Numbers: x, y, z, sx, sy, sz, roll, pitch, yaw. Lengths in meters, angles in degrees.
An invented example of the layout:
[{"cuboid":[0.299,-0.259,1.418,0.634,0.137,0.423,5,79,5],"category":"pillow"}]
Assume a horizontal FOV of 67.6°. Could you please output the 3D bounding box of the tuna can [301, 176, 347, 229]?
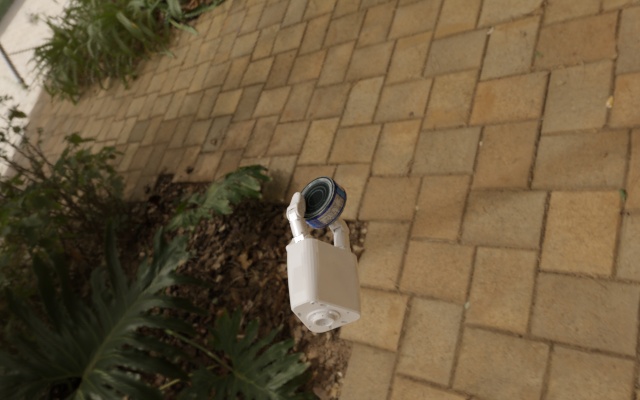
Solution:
[{"cuboid":[0.000,0.002,0.797,0.086,0.086,0.034,0,-30,46],"category":"tuna can"}]
